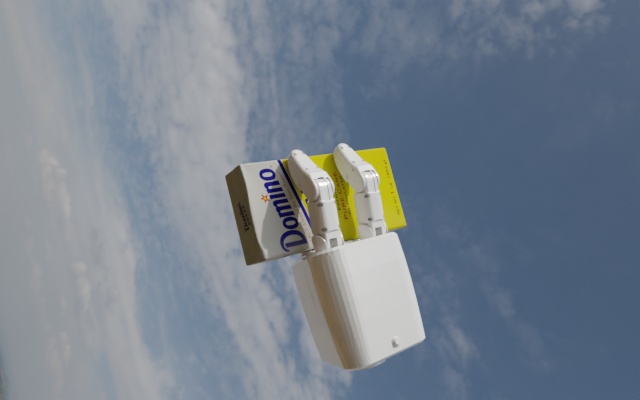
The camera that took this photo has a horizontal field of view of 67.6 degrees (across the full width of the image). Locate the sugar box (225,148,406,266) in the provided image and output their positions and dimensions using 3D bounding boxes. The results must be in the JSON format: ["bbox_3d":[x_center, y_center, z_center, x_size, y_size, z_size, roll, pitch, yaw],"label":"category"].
[{"bbox_3d":[0.000,0.002,0.487,0.176,0.093,0.048,-11,-8,-35],"label":"sugar box"}]
